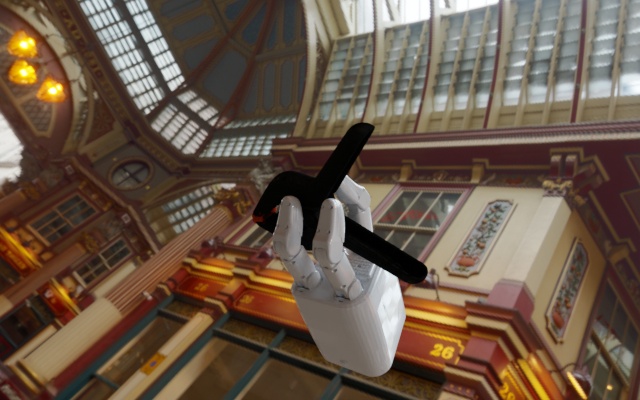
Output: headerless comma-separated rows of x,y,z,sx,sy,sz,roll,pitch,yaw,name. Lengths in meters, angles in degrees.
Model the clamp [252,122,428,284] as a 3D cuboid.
0.000,0.001,0.491,0.210,0.165,0.036,4,32,41,clamp
